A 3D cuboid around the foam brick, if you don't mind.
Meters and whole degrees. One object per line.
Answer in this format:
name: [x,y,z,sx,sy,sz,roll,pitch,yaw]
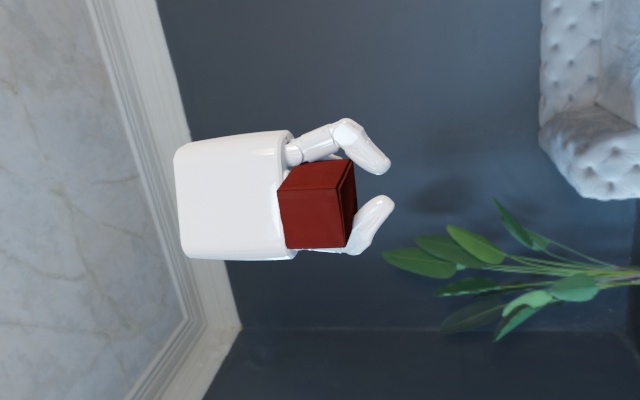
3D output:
foam brick: [0.000,0.001,0.405,0.051,0.053,0.078,-2,21,13]
